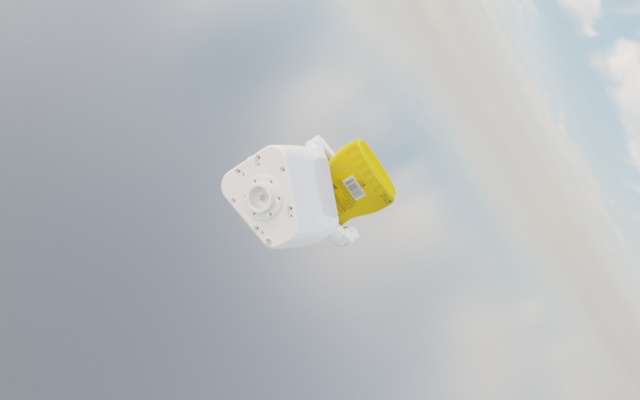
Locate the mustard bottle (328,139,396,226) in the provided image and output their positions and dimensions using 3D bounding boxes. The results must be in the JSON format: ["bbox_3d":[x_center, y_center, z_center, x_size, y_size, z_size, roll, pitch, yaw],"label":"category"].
[{"bbox_3d":[0.000,0.002,0.659,0.192,0.096,0.058,-30,14,22],"label":"mustard bottle"}]
